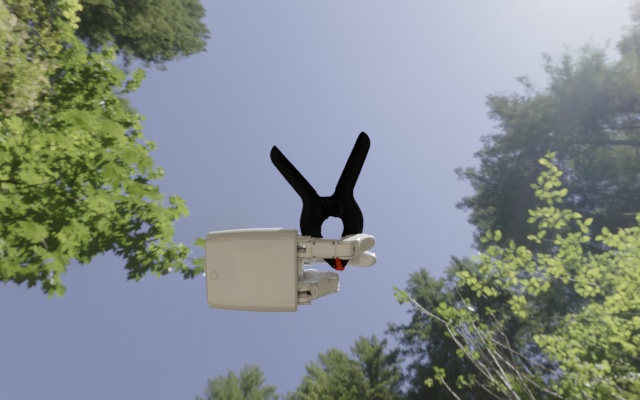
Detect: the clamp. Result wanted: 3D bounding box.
[{"bbox_3d":[0.000,0.002,0.584,0.120,0.171,0.039,0,9,1],"label":"clamp"}]
